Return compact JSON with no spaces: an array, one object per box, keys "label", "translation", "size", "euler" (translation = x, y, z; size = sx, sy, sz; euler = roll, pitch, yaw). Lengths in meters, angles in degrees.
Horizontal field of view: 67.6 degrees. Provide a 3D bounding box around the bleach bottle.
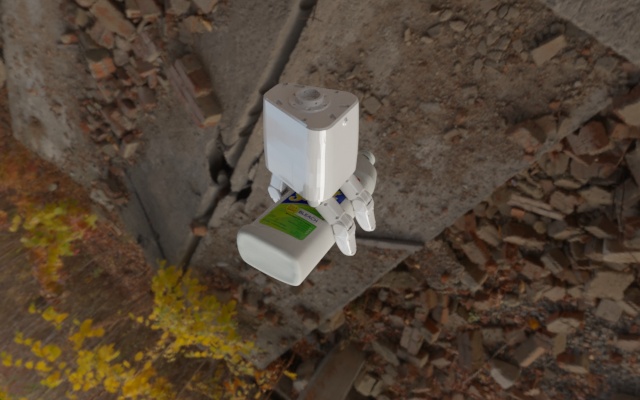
[{"label":"bleach bottle","translation":[0.000,0.002,0.668],"size":[0.102,0.068,0.250],"euler":[23,47,21]}]
